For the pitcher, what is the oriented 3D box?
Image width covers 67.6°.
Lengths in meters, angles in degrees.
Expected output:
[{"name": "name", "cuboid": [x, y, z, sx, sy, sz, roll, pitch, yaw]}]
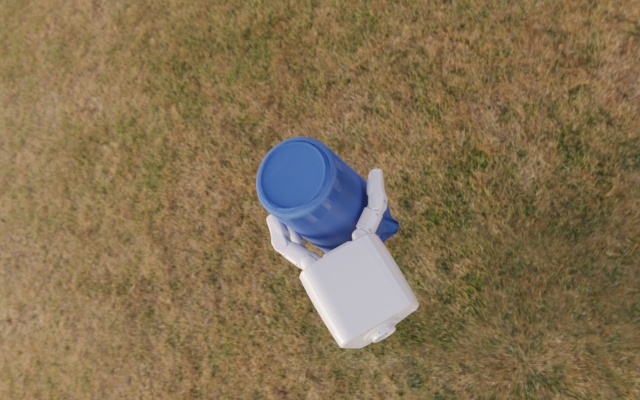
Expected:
[{"name": "pitcher", "cuboid": [0.000, 0.002, 0.686, 0.149, 0.145, 0.243, -34, -26, 9]}]
